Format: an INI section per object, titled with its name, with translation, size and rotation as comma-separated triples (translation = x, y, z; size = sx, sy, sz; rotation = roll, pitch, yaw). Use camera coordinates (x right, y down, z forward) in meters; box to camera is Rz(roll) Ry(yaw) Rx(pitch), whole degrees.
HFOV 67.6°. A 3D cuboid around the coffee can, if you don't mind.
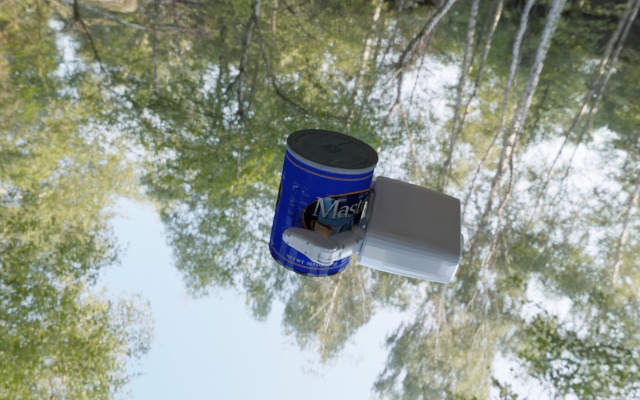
[coffee can]
translation = 0.000, 0.002, 0.553
size = 0.103, 0.140, 0.102
rotation = 10, 28, -5
